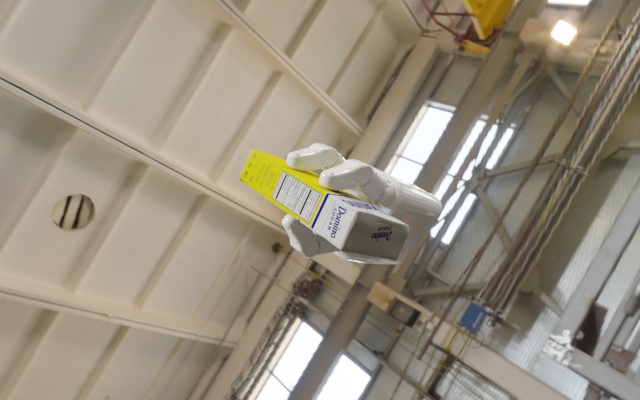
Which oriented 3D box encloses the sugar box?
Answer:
[{"bbox_3d":[0.000,0.001,0.505,0.176,0.048,0.093,28,8,42],"label":"sugar box"}]
